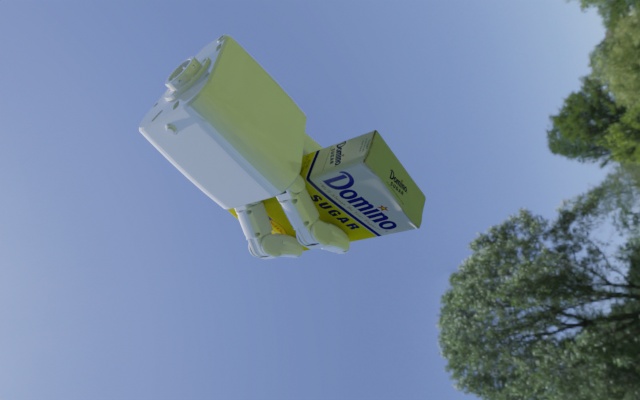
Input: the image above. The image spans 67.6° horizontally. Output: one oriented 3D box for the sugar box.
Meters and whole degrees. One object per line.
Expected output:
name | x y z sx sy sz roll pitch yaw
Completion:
sugar box | 0.000 0.002 0.460 0.176 0.048 0.093 -14 -48 39
